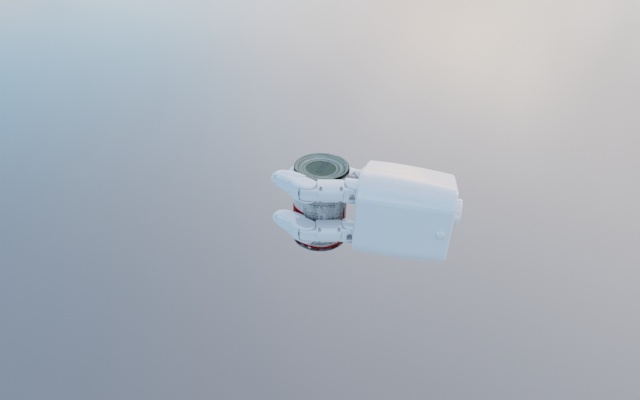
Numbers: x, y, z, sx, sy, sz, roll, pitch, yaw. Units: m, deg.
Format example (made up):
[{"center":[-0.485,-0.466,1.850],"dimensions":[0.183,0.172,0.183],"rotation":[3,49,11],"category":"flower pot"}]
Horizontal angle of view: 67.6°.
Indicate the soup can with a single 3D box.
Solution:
[{"center":[0.000,0.002,0.584],"dimensions":[0.068,0.102,0.068],"rotation":[1,33,-1],"category":"soup can"}]
